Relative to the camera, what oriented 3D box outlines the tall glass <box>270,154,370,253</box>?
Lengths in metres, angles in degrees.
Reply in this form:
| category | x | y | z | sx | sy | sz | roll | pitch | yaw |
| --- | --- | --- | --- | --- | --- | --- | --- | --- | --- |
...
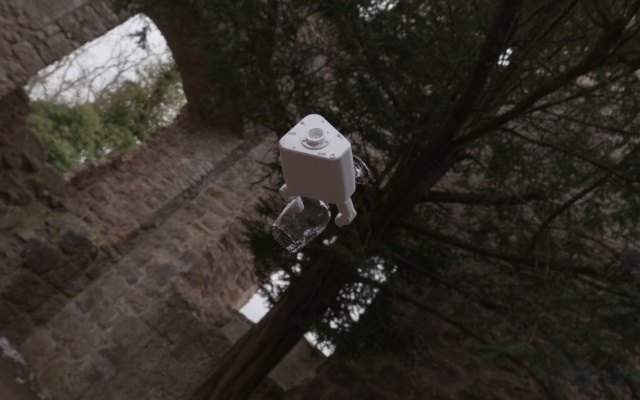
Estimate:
| category | x | y | z | sx | sy | sz | roll | pitch | yaw |
| --- | --- | --- | --- | --- | --- | --- | --- | --- | --- |
| tall glass | 0.001 | 0.002 | 0.850 | 0.201 | 0.079 | 0.079 | -46 | 24 | -26 |
